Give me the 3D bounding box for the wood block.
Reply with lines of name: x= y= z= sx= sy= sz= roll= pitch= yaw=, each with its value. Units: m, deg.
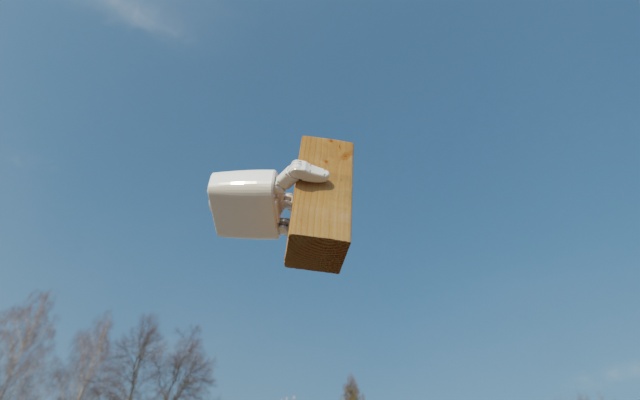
wood block: x=0.000 y=0.002 z=0.766 sx=0.090 sy=0.206 sz=0.091 roll=8 pitch=-40 yaw=-4
